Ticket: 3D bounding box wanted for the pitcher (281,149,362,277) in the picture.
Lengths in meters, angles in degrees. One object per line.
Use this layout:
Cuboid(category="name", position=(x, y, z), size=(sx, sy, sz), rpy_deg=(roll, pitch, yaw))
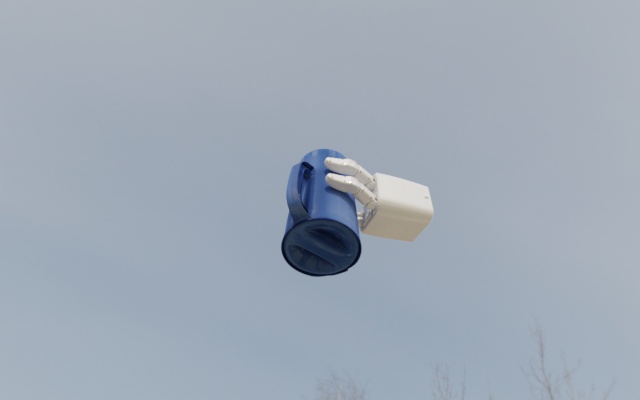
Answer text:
Cuboid(category="pitcher", position=(0.000, 0.003, 0.867), size=(0.145, 0.149, 0.242), rpy_deg=(13, 38, -9))
